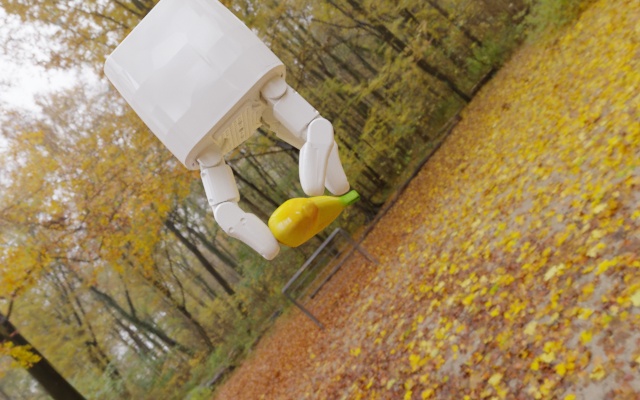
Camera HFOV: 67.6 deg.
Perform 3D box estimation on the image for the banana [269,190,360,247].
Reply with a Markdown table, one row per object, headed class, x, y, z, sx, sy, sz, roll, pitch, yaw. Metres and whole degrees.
| class | x | y | z | sx | sy | sz | roll | pitch | yaw |
| --- | --- | --- | --- | --- | --- | --- | --- | --- | --- |
| banana | -0.013 | 0.013 | 0.433 | 0.069 | 0.037 | 0.198 | -41 | -4 | 13 |
